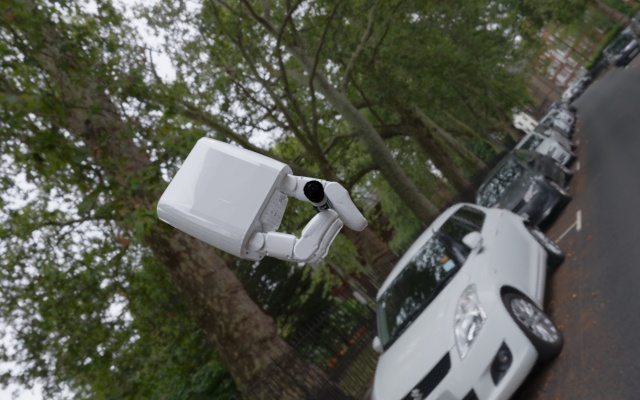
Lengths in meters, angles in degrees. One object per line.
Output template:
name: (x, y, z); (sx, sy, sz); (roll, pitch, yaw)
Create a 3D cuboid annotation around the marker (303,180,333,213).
marker: (0.000, 0.002, 0.480); (0.020, 0.020, 0.121); (0, -11, 7)
